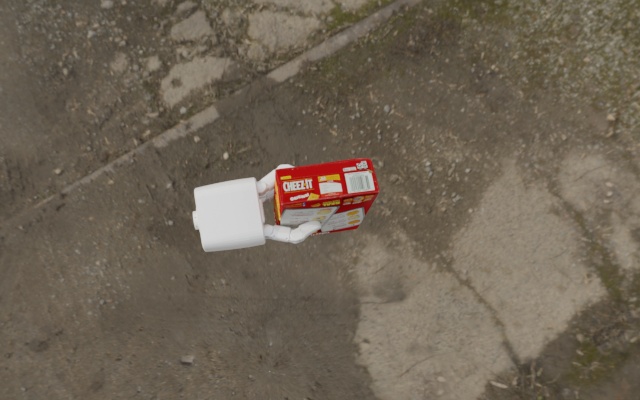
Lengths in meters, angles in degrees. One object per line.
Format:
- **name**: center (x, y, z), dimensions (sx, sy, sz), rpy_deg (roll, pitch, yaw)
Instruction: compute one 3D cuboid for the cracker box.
- **cracker box**: center (0.000, 0.003, 0.862), dimensions (0.164, 0.072, 0.214), rpy_deg (-8, -19, -9)
